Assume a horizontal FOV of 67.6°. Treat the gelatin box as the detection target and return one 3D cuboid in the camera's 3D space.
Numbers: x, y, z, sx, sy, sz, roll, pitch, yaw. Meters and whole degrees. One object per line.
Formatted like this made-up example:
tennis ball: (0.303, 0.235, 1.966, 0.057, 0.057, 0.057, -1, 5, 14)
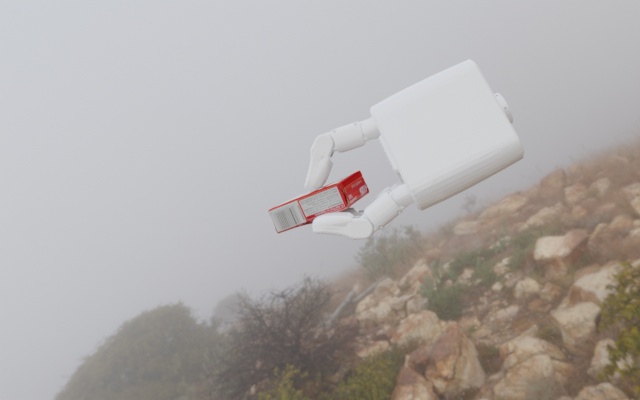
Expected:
gelatin box: (0.000, 0.001, 0.511, 0.089, 0.030, 0.073, -21, 4, 25)
